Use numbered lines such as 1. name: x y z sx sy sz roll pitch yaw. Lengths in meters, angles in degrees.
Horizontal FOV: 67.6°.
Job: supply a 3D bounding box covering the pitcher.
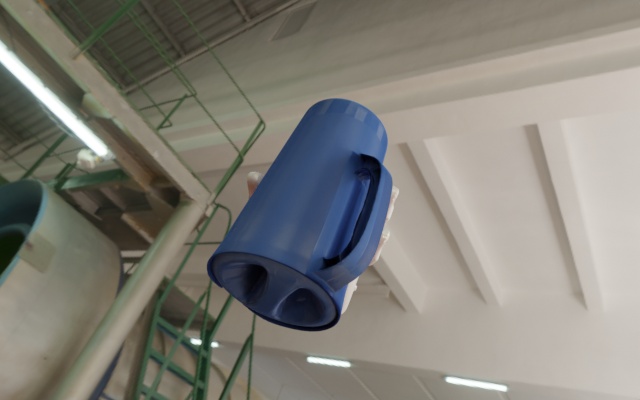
1. pitcher: 0.000 0.002 0.503 0.149 0.242 0.145 16 -36 11
